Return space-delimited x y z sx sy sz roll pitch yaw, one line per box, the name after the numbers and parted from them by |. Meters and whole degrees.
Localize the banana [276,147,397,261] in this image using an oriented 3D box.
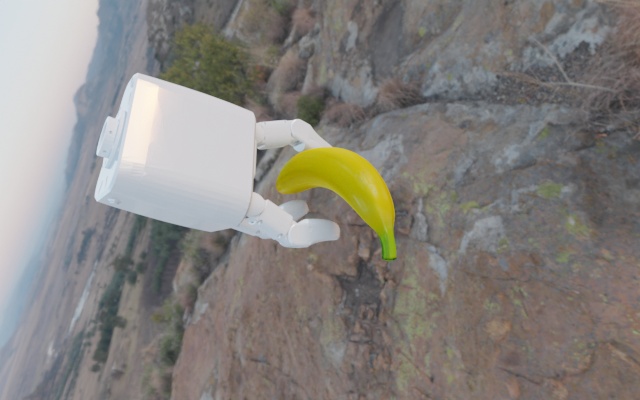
0.008 -0.015 0.431 0.037 0.069 0.197 13 11 -32 | banana
